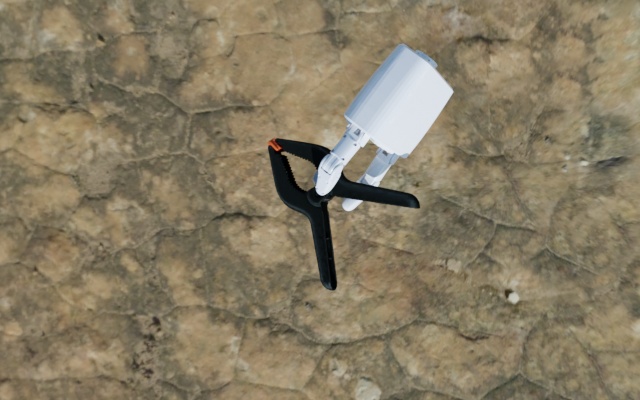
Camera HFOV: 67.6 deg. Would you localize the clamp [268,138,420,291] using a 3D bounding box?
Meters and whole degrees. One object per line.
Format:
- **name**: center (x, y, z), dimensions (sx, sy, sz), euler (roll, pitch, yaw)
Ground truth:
- **clamp**: center (0.000, 0.002, 0.626), dimensions (0.210, 0.164, 0.036), euler (40, 11, 15)
